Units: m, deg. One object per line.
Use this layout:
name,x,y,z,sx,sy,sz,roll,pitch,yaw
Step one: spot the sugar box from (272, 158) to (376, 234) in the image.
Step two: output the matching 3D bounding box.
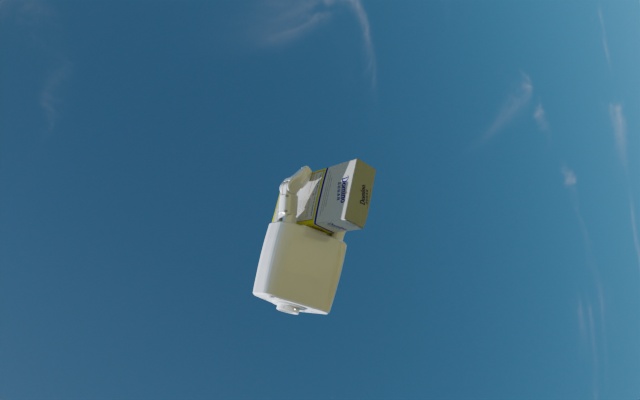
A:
sugar box,0.000,0.003,0.710,0.048,0.093,0.176,28,-24,-36
